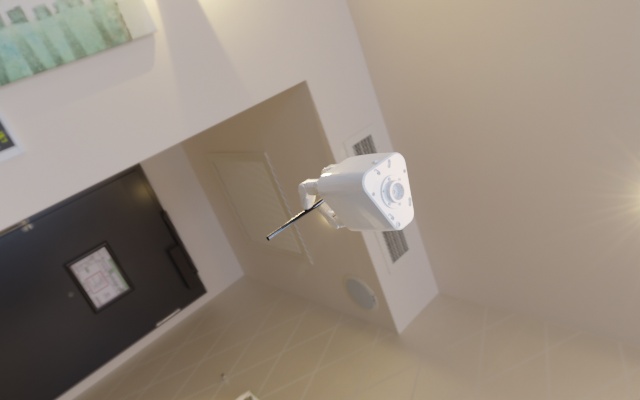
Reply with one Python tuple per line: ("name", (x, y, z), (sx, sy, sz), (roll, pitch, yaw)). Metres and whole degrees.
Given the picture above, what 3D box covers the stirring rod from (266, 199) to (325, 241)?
("stirring rod", (0.000, 0.003, 0.826), (0.239, 0.011, 0.011), (-35, 20, -31))
